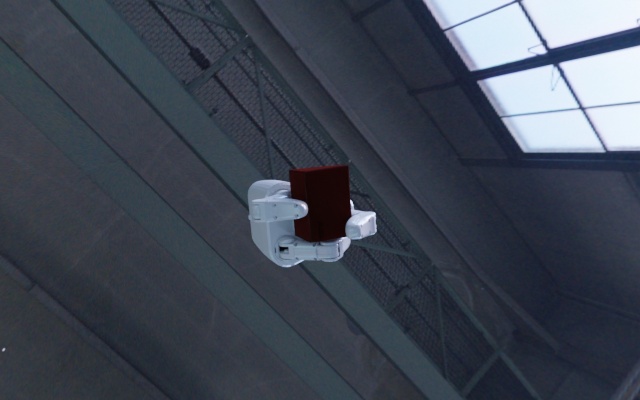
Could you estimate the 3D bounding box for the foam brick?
[{"bbox_3d":[0.000,0.001,0.521,0.053,0.078,0.051,-7,9,-21],"label":"foam brick"}]
